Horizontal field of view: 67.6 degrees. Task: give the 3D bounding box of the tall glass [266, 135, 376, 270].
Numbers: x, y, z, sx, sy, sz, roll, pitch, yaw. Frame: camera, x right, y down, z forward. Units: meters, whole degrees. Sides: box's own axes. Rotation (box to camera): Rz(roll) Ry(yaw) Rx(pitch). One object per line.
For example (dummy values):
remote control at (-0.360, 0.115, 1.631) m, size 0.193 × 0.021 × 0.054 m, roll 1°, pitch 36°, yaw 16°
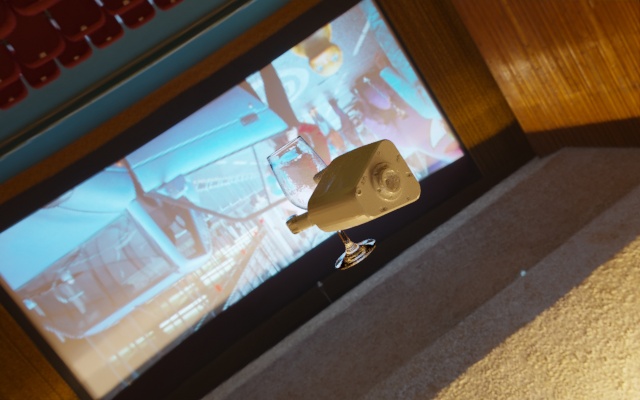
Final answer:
tall glass at (0.000, 0.003, 0.720) m, size 0.079 × 0.201 × 0.079 m, roll -33°, pitch 10°, yaw 7°
